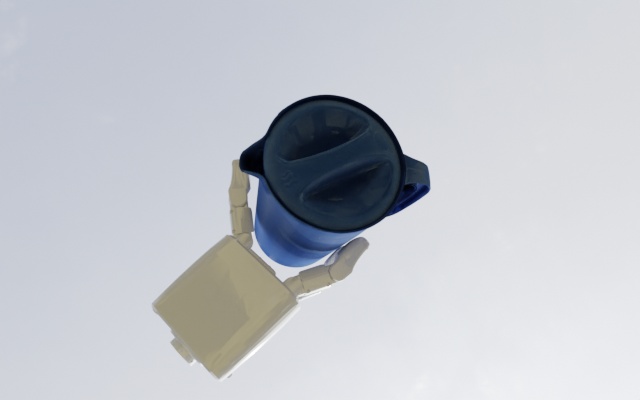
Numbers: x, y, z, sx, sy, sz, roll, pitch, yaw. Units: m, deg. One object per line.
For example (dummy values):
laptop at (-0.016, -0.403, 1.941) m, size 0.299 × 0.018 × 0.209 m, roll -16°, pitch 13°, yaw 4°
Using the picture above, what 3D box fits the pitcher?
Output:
pitcher at (0.000, 0.002, 0.529) m, size 0.145 × 0.149 × 0.243 m, roll -44°, pitch -5°, yaw -21°
